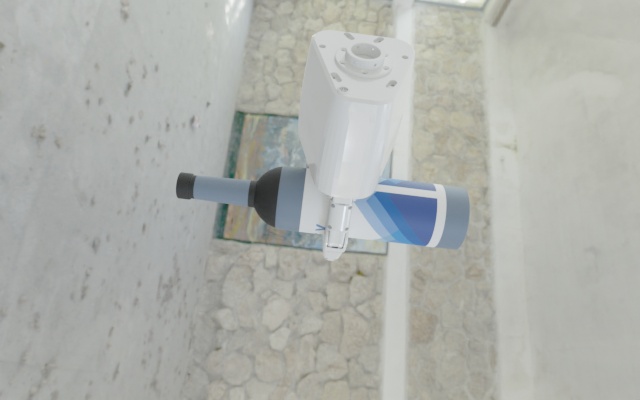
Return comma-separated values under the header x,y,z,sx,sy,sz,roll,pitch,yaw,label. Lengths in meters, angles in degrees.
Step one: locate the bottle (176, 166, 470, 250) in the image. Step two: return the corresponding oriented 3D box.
x,y,z,sx,sy,sz,roll,pitch,yaw,label
0.000,0.002,0.499,0.296,0.069,0.069,7,0,-2,bottle
